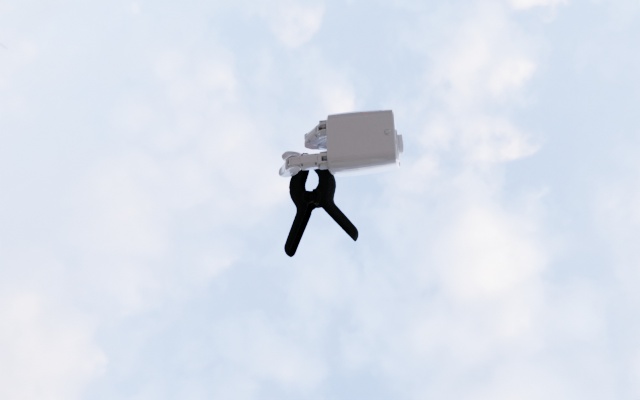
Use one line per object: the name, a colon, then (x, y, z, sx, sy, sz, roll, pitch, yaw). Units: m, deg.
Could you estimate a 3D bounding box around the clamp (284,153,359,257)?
clamp: (0.000, 0.003, 0.761, 0.120, 0.171, 0.039, -5, -18, 12)
